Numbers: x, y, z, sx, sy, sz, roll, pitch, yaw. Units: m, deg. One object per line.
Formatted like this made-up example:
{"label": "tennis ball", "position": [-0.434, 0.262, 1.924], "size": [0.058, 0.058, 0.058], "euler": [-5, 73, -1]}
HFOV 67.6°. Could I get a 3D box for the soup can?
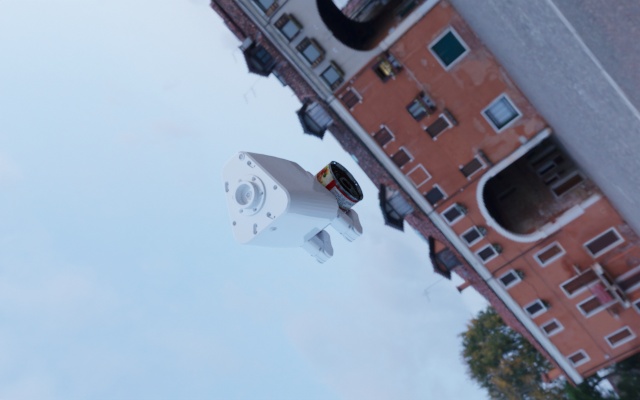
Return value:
{"label": "soup can", "position": [0.000, 0.002, 0.668], "size": [0.102, 0.068, 0.068], "euler": [-39, -17, 22]}
